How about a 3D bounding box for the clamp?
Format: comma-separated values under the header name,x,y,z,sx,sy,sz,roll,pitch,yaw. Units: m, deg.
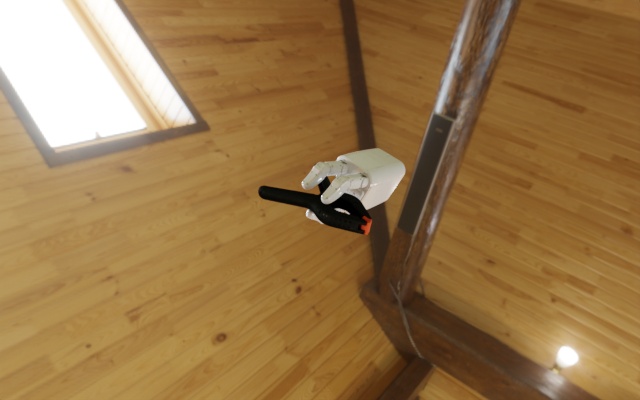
name,x,y,z,sx,sy,sz,roll,pitch,yaw
clamp,0.001,0.004,0.874,0.164,0.036,0.210,-21,44,-37
